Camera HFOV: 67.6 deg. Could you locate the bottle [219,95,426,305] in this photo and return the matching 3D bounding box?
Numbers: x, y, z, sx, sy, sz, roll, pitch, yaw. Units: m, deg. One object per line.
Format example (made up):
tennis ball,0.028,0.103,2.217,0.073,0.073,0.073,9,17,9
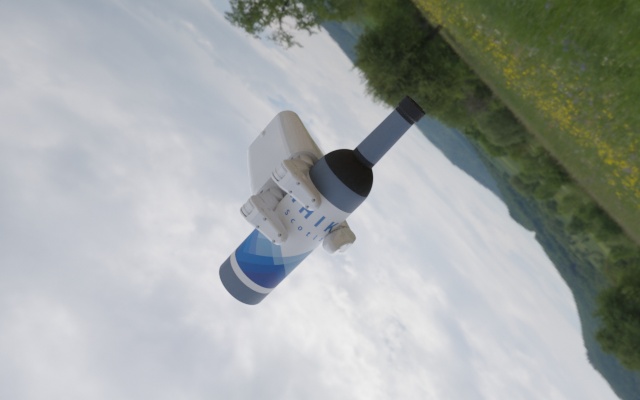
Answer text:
bottle,0.000,0.002,0.532,0.296,0.069,0.069,-46,-19,20
